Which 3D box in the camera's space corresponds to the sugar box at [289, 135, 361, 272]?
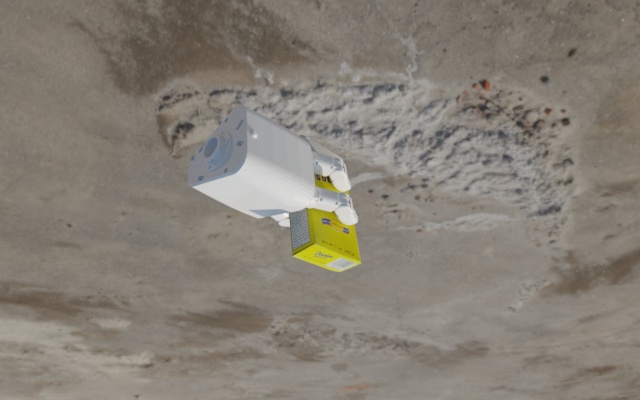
[{"bbox_3d":[0.000,0.002,0.648,0.048,0.176,0.093,-29,-38,33],"label":"sugar box"}]
